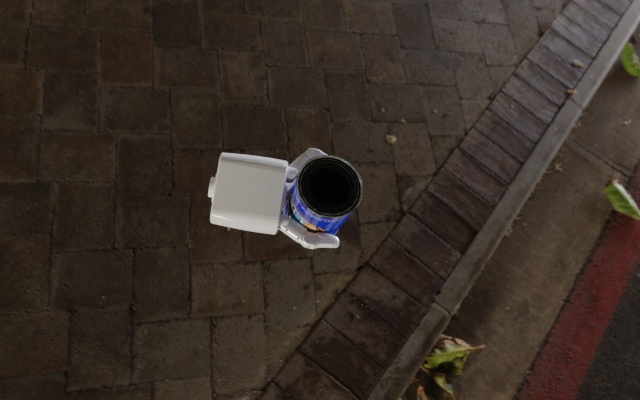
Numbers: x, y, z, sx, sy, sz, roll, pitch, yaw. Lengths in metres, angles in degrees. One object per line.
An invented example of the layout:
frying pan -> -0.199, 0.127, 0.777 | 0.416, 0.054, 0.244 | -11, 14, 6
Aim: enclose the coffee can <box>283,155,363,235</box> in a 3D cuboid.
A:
coffee can -> 0.000, 0.003, 0.772 | 0.103, 0.102, 0.140 | 0, -20, -13
